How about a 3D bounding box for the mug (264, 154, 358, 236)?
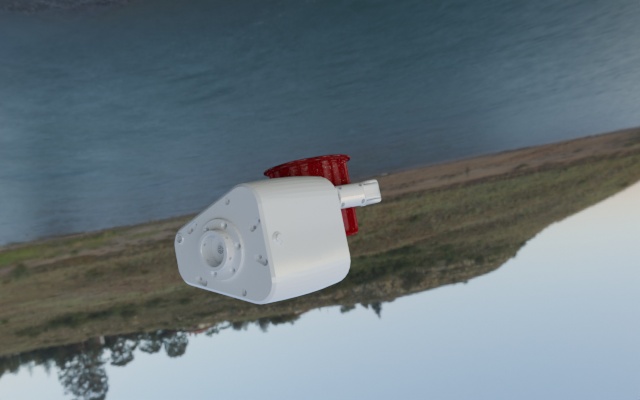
[{"bbox_3d":[0.001,0.002,0.512,0.093,0.081,0.117,-13,-5,34],"label":"mug"}]
